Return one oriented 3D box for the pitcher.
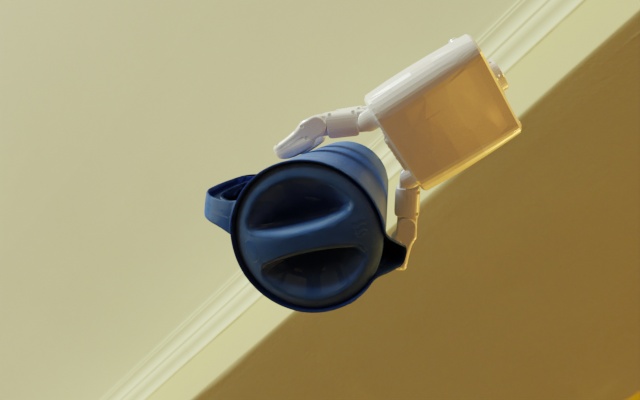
[{"bbox_3d":[0.000,0.002,0.503,0.145,0.149,0.242,-33,5,17],"label":"pitcher"}]
